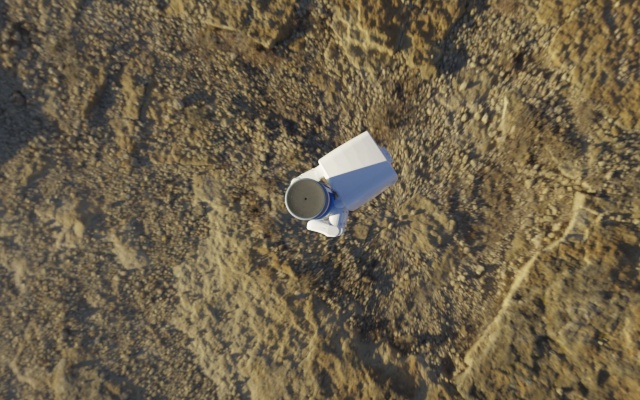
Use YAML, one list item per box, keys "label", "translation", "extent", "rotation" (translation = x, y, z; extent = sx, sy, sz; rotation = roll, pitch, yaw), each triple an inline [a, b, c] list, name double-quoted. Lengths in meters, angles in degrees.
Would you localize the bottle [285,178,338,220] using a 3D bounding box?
- label: "bottle"
  translation: [0.000, 0.003, 0.895]
  extent: [0.069, 0.069, 0.296]
  rotation: [0, -2, 9]
